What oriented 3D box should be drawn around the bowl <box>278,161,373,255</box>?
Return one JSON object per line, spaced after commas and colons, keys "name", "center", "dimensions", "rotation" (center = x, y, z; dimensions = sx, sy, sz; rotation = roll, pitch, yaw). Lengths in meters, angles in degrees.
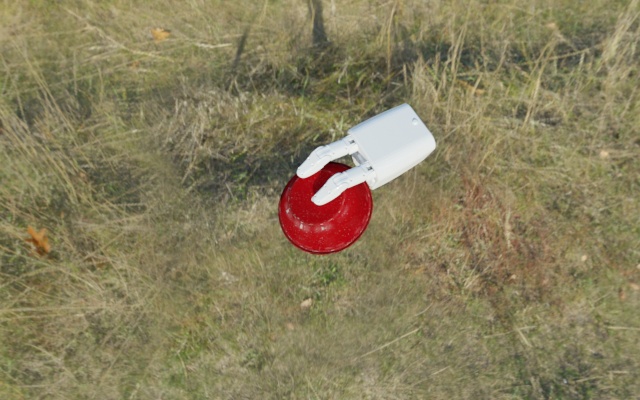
{"name": "bowl", "center": [-0.001, 0.003, 0.762], "dimensions": [0.162, 0.162, 0.055], "rotation": [0, -18, 15]}
